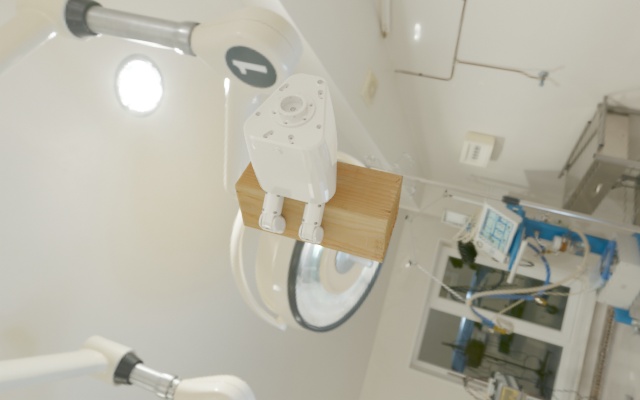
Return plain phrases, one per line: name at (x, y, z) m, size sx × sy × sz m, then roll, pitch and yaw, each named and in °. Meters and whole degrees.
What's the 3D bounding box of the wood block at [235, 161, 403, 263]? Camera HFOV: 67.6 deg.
wood block at (0.000, 0.002, 0.661) m, size 0.206 × 0.090 × 0.090 m, roll 14°, pitch -40°, yaw 14°
